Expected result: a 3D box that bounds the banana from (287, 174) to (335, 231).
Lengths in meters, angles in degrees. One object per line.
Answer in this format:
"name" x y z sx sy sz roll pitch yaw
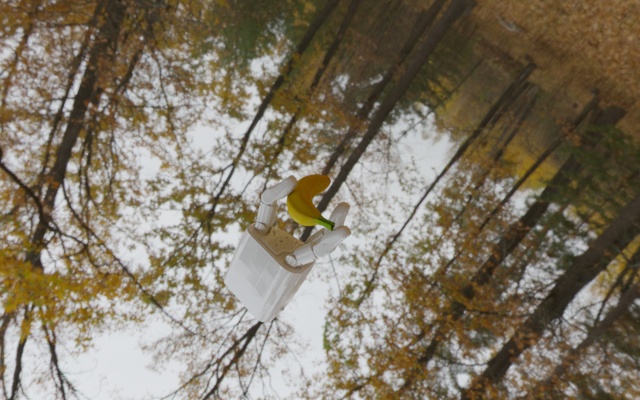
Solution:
"banana" -0.017 -0.003 0.727 0.069 0.037 0.197 22 21 -9
